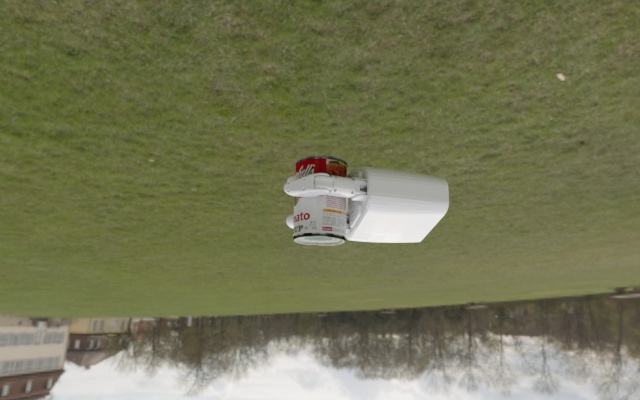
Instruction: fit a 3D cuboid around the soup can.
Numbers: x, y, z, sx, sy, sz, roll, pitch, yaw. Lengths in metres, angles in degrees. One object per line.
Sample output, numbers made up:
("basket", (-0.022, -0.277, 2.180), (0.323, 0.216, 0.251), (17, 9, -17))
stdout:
("soup can", (0.000, 0.002, 0.608), (0.068, 0.102, 0.068), (2, -15, 0))
